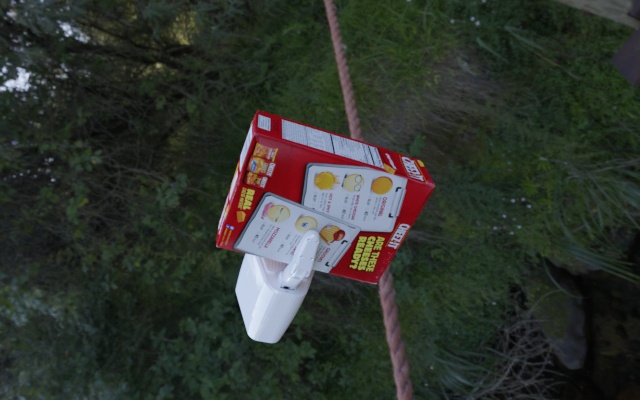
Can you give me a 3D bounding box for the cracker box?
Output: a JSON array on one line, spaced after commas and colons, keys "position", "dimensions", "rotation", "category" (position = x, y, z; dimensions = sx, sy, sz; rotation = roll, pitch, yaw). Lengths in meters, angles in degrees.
[{"position": [0.000, 0.002, 0.575], "dimensions": [0.214, 0.164, 0.072], "rotation": [15, 33, -15], "category": "cracker box"}]
